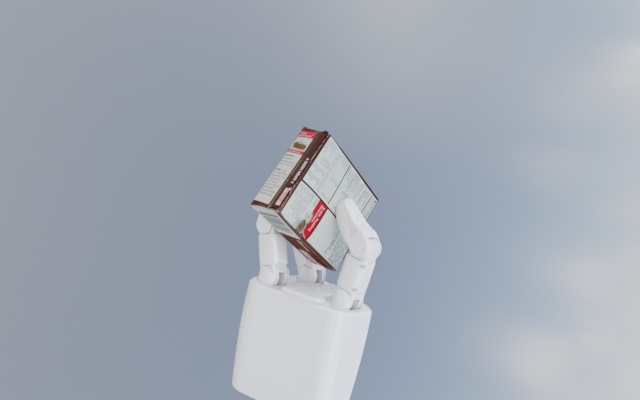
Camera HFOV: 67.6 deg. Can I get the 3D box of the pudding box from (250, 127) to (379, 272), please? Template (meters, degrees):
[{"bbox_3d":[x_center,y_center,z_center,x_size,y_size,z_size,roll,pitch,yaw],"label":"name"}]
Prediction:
[{"bbox_3d":[0.000,0.002,0.450,0.039,0.090,0.113,17,-23,40],"label":"pudding box"}]
